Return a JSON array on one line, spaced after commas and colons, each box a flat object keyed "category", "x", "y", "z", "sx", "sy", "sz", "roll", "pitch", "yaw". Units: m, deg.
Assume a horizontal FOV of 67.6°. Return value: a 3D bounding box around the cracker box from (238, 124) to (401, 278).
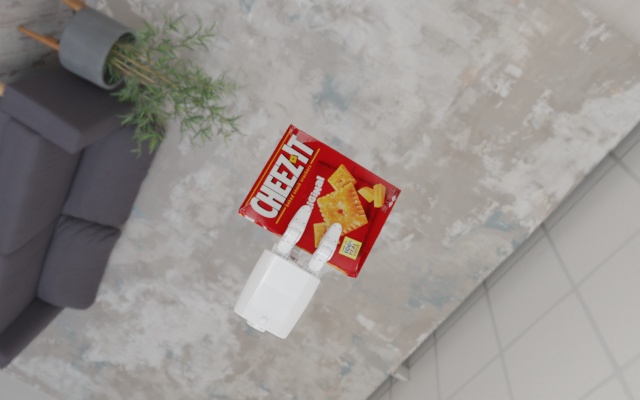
[{"category": "cracker box", "x": 0.000, "y": 0.003, "z": 0.772, "sx": 0.214, "sy": 0.164, "sz": 0.072, "roll": 31, "pitch": -10, "yaw": -6}]
